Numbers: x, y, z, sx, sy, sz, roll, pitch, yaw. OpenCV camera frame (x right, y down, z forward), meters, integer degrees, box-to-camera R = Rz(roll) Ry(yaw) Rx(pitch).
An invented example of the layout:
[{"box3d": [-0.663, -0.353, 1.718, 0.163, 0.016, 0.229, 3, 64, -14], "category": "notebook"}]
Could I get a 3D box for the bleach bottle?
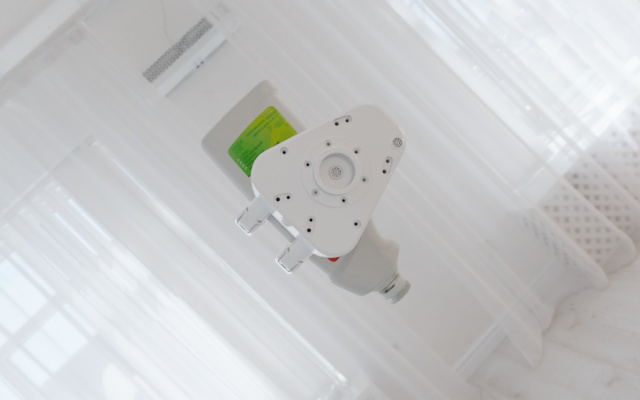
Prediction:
[{"box3d": [0.000, 0.002, 0.488, 0.251, 0.102, 0.068, 45, -4, -1], "category": "bleach bottle"}]
